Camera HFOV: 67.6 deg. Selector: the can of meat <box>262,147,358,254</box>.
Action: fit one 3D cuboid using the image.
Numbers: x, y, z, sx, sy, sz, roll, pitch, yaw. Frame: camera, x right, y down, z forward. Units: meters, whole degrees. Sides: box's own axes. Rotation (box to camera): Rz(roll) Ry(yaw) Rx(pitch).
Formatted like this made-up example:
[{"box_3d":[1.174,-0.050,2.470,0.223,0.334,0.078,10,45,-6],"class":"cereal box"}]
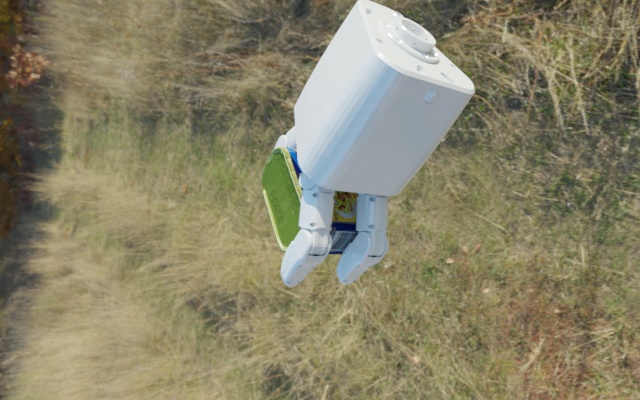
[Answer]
[{"box_3d":[0.000,0.001,0.434,0.084,0.102,0.057,5,-42,-34],"class":"can of meat"}]
